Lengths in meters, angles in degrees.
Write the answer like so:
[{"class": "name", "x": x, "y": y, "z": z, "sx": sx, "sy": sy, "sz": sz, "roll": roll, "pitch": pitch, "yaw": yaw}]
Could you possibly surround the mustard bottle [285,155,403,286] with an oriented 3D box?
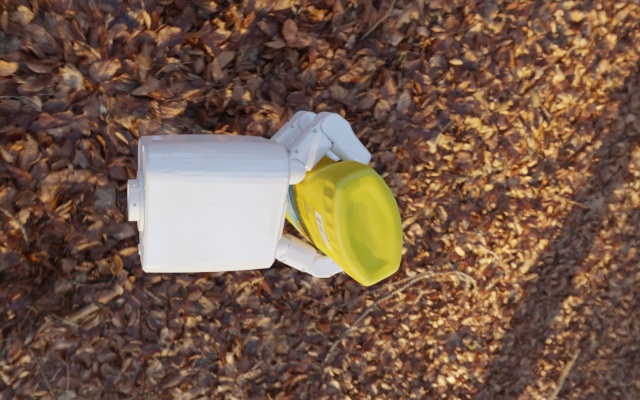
[{"class": "mustard bottle", "x": 0.000, "y": 0.001, "z": 0.442, "sx": 0.058, "sy": 0.096, "sz": 0.191, "roll": -26, "pitch": 22, "yaw": -17}]
